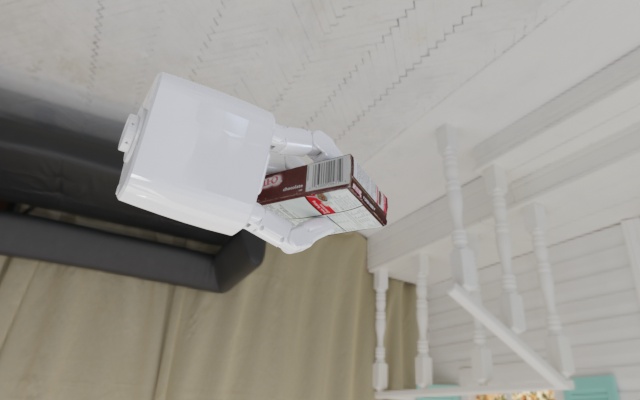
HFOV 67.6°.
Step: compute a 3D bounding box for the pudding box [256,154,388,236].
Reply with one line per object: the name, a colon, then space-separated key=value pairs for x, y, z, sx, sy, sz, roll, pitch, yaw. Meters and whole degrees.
pudding box: x=0.000 y=0.002 z=0.486 sx=0.113 sy=0.039 sz=0.090 roll=-10 pitch=-31 yaw=28
